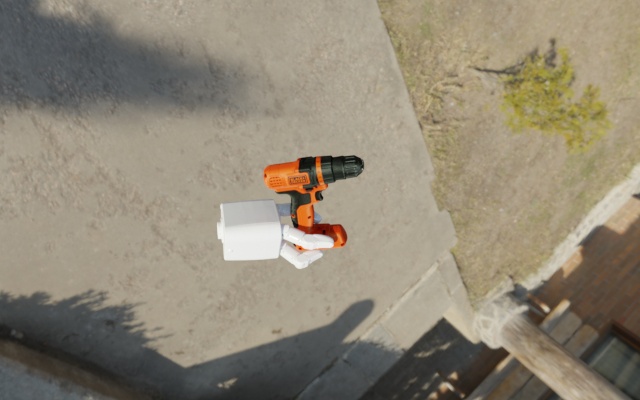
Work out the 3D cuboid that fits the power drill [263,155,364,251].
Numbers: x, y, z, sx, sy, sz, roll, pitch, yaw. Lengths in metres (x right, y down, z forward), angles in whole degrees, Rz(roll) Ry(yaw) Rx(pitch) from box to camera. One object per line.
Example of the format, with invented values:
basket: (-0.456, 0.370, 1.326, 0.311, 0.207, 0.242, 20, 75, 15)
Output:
power drill: (0.000, 0.003, 0.900, 0.184, 0.188, 0.057, -6, 31, 11)
